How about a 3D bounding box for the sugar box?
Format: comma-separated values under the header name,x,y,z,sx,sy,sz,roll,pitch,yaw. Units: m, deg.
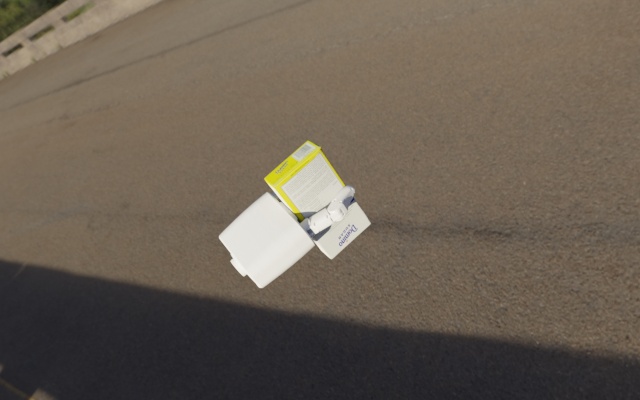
name,x,y,z,sx,sy,sz,roll,pitch,yaw
sugar box,0.000,0.002,0.751,0.093,0.176,0.048,-41,37,-8
